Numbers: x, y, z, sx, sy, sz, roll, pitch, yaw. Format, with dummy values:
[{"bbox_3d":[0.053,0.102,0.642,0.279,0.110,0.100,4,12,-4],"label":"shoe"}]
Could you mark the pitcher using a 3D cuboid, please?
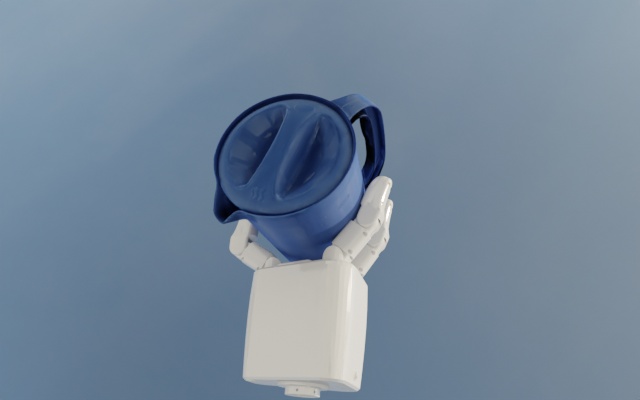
[{"bbox_3d":[0.000,0.002,0.526,0.149,0.145,0.243,-2,-28,14],"label":"pitcher"}]
